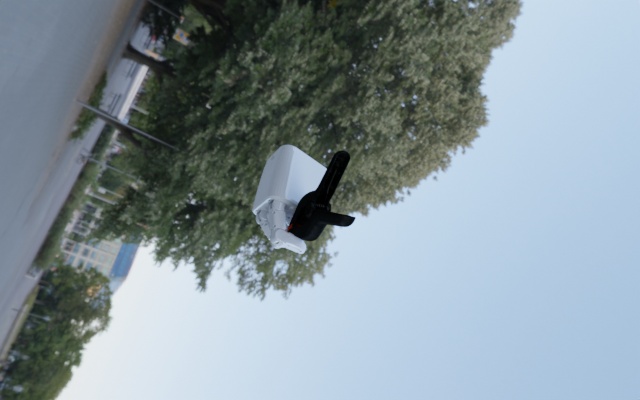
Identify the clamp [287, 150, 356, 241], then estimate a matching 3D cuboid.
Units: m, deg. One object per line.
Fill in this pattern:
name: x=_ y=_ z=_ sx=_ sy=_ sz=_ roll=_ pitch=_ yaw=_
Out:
clamp: x=0.001 y=0.003 z=0.726 sx=0.039 sy=0.120 sz=0.171 roll=22 pitch=-29 yaw=-26
